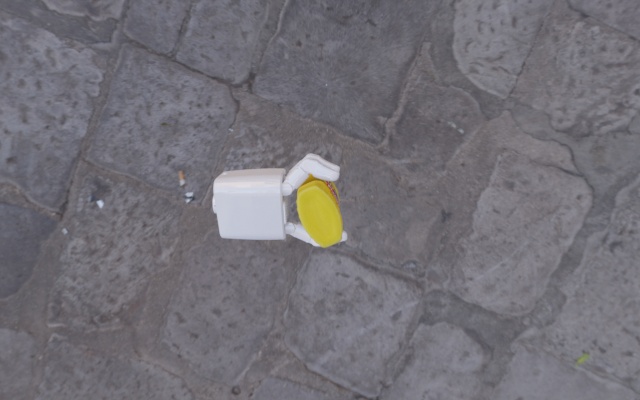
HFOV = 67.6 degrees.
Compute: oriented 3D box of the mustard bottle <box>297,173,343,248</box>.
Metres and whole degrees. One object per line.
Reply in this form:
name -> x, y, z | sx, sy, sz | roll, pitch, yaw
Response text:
mustard bottle -> 0.000, 0.003, 0.777 | 0.058, 0.096, 0.191 | -25, 12, 6
